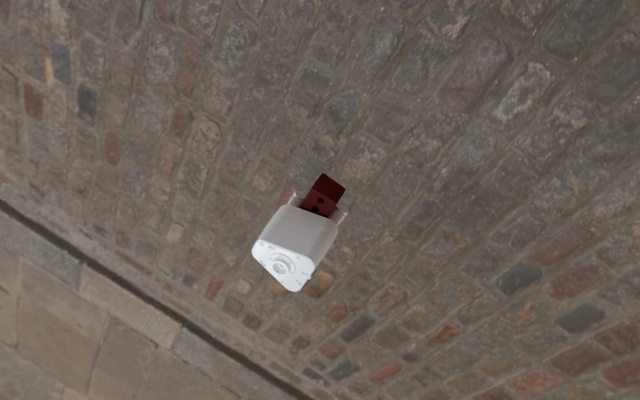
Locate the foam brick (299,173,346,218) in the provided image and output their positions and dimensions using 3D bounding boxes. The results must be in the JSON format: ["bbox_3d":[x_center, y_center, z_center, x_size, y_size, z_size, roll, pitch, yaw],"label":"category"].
[{"bbox_3d":[0.000,0.002,0.848,0.053,0.078,0.051,33,40,2],"label":"foam brick"}]
